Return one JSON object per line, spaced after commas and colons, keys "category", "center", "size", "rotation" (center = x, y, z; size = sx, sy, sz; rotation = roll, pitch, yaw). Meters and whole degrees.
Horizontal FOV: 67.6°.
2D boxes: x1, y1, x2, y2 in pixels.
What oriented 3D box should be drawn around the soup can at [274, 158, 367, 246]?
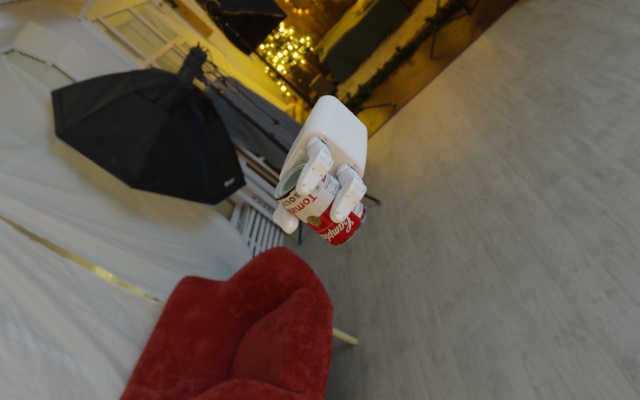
{"category": "soup can", "center": [0.000, 0.002, 0.607], "size": [0.102, 0.068, 0.068], "rotation": [40, -17, -21]}
